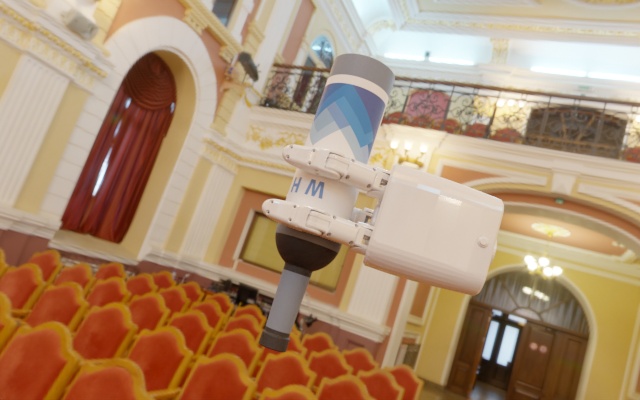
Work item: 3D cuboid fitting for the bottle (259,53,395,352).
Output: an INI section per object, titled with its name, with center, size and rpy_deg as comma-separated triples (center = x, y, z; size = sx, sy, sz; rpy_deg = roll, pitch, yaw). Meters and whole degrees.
[bottle]
center = 0.000, 0.001, 0.475
size = 0.069, 0.295, 0.069
rpy_deg = 18, -10, 3
